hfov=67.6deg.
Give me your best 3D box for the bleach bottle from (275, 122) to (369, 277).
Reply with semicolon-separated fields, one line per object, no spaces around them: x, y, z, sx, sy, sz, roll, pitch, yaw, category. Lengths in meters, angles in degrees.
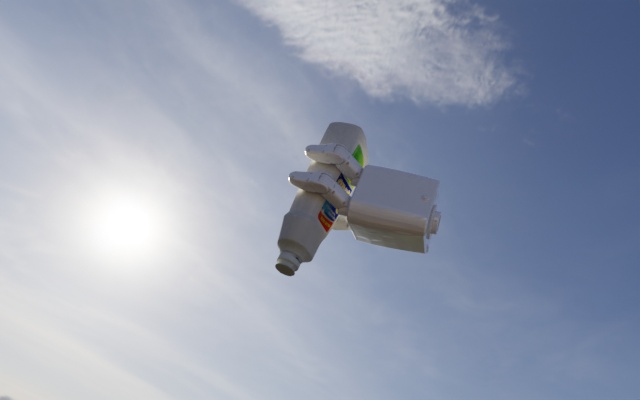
0.000;0.002;0.692;0.068;0.250;0.103;12;-37;20;bleach bottle
